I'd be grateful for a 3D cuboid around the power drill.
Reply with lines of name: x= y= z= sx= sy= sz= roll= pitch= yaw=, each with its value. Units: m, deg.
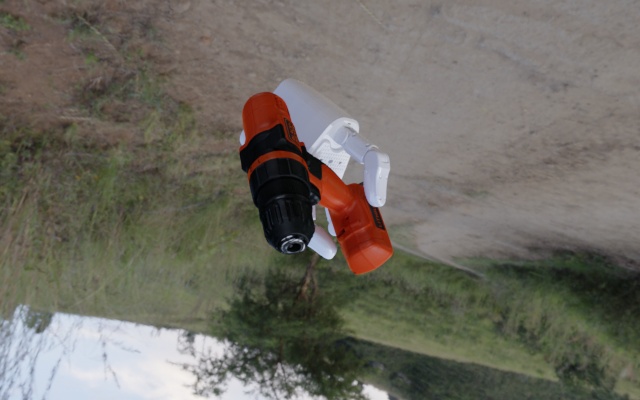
power drill: x=0.000 y=0.002 z=0.463 sx=0.057 sy=0.184 sz=0.188 roll=-30 pitch=-44 yaw=18
